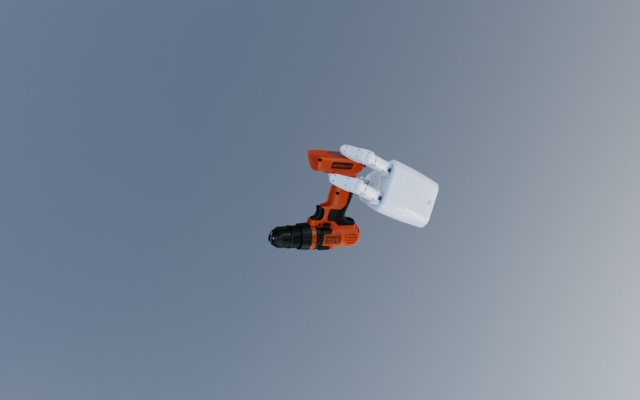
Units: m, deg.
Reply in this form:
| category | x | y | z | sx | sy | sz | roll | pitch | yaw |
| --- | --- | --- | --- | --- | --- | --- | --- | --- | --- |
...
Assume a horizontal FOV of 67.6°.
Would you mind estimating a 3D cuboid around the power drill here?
| category | x | y | z | sx | sy | sz | roll | pitch | yaw |
| --- | --- | --- | --- | --- | --- | --- | --- | --- | --- |
| power drill | 0.000 | 0.002 | 0.877 | 0.184 | 0.188 | 0.057 | -1 | 22 | -29 |
